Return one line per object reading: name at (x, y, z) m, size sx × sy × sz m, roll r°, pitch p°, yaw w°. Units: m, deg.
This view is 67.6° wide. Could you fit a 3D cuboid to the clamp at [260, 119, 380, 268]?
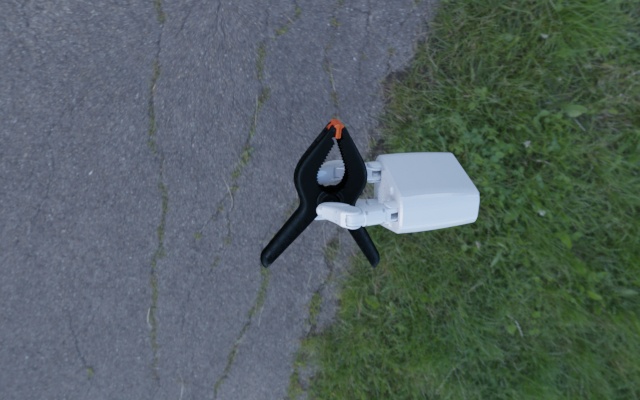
clamp at (0.000, 0.002, 0.616) m, size 0.164 × 0.210 × 0.036 m, roll -5°, pitch 24°, yaw -10°
